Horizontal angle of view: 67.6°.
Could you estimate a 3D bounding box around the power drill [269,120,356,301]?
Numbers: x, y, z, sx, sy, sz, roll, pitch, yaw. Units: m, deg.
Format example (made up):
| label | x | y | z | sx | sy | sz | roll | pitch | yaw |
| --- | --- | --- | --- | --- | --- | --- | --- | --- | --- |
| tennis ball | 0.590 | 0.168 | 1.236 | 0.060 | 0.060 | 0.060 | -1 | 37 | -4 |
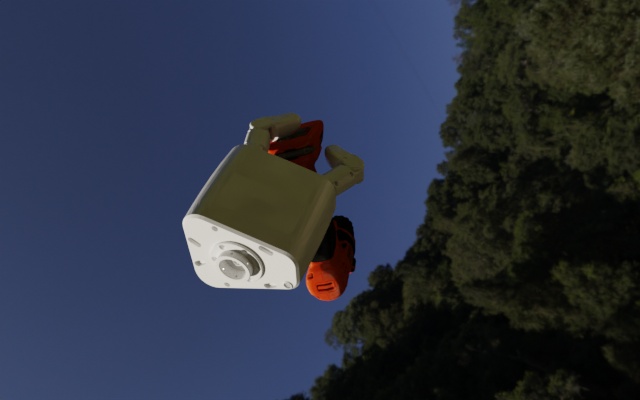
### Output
| label | x | y | z | sx | sy | sz | roll | pitch | yaw |
| --- | --- | --- | --- | --- | --- | --- | --- | --- | --- |
| power drill | 0.000 | 0.002 | 0.580 | 0.057 | 0.188 | 0.184 | -14 | 17 | 11 |
